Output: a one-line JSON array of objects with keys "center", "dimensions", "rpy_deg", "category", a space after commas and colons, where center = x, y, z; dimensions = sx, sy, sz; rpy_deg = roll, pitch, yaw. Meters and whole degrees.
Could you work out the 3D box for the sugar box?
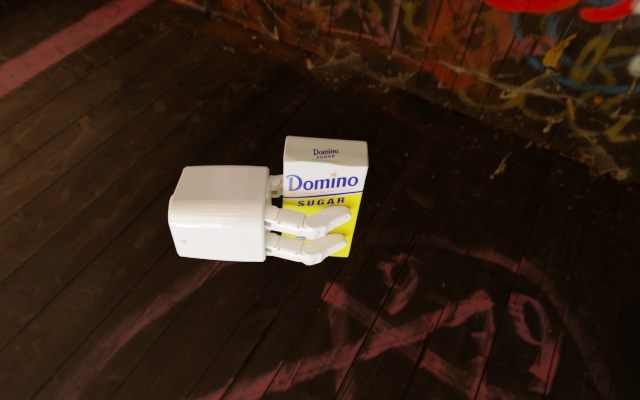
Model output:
[{"center": [0.000, 0.002, 0.583], "dimensions": [0.093, 0.048, 0.176], "rpy_deg": [3, -38, -2], "category": "sugar box"}]
